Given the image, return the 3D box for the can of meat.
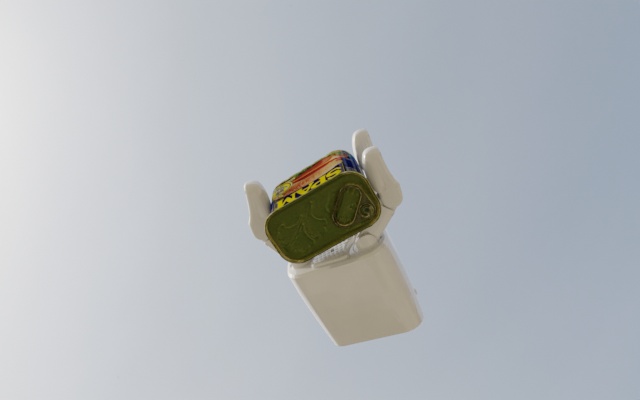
[{"bbox_3d":[0.000,0.001,0.456,0.102,0.057,0.084,-30,20,8],"label":"can of meat"}]
